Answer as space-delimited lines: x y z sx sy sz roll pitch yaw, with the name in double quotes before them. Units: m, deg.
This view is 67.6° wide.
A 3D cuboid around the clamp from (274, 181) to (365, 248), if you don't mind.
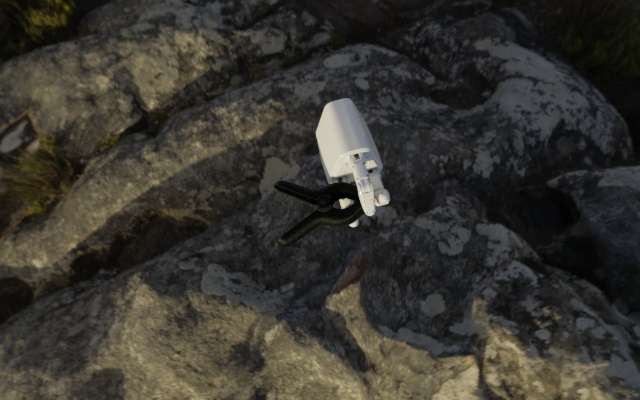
"clamp" 0.000 0.002 0.794 0.171 0.120 0.039 -16 -22 -1
